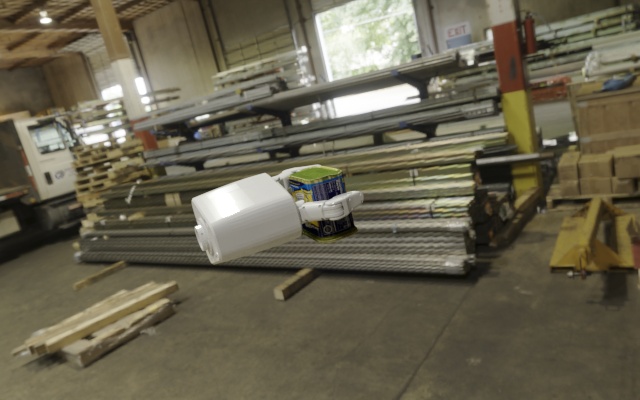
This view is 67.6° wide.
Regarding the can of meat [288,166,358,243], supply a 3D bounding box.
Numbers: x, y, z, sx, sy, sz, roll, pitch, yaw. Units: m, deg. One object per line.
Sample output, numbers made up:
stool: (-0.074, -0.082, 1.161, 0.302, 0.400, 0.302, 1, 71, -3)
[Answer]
can of meat: (0.000, 0.002, 0.638, 0.057, 0.084, 0.102, -19, 14, -20)
